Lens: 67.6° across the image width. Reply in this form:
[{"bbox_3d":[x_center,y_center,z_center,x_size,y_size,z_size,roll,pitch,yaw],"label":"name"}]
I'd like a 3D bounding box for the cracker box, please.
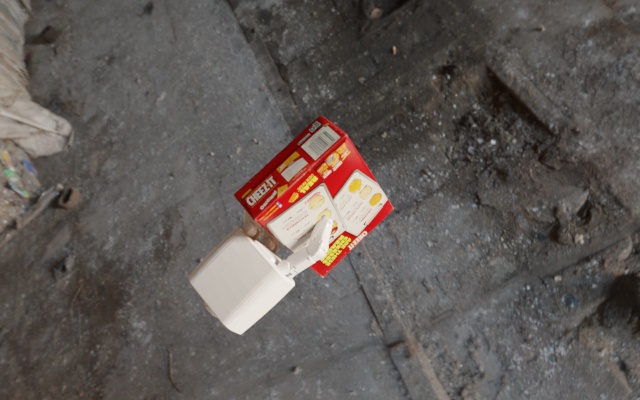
[{"bbox_3d":[0.000,0.002,0.706,0.072,0.164,0.214,45,-2,38],"label":"cracker box"}]
